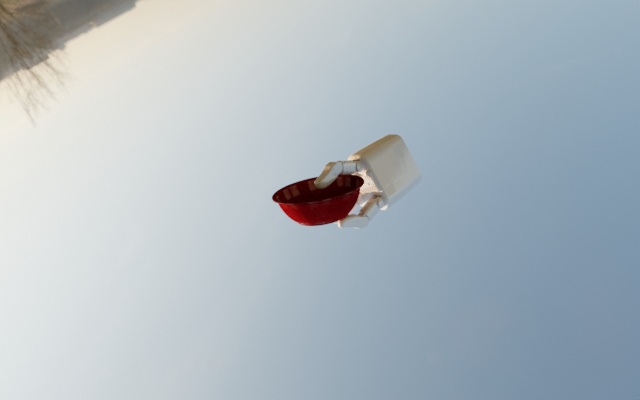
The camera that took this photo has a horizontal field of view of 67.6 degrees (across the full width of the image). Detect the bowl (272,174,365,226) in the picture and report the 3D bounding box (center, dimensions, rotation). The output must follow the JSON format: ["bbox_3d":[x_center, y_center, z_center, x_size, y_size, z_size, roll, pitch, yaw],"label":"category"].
[{"bbox_3d":[-0.001,0.003,0.827,0.162,0.055,0.162,-10,16,3],"label":"bowl"}]
